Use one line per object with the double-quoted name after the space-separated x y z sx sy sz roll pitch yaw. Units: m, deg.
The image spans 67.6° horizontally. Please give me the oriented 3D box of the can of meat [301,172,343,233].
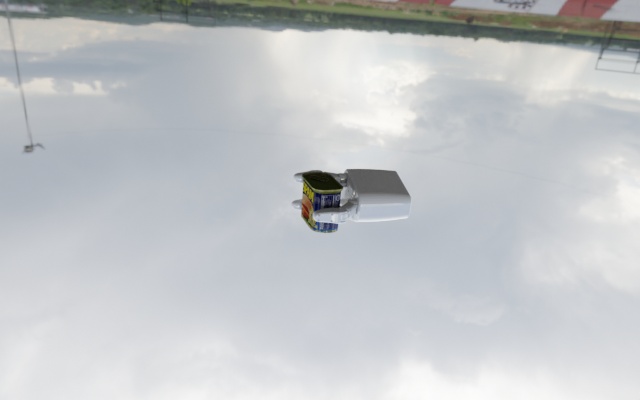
0.000 0.003 0.878 0.057 0.084 0.102 -3 22 -18 "can of meat"
